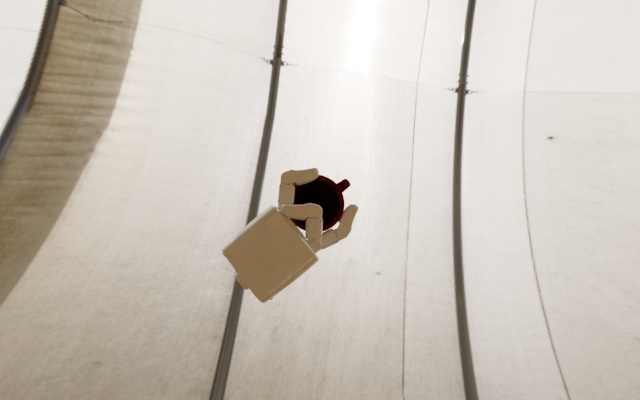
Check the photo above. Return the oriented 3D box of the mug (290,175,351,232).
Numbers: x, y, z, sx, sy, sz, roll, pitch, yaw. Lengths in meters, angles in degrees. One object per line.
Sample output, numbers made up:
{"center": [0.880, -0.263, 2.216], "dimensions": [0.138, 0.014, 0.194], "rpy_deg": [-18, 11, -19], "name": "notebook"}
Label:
{"center": [0.001, 0.002, 0.792], "dimensions": [0.117, 0.093, 0.081], "rpy_deg": [-38, -6, -6], "name": "mug"}
